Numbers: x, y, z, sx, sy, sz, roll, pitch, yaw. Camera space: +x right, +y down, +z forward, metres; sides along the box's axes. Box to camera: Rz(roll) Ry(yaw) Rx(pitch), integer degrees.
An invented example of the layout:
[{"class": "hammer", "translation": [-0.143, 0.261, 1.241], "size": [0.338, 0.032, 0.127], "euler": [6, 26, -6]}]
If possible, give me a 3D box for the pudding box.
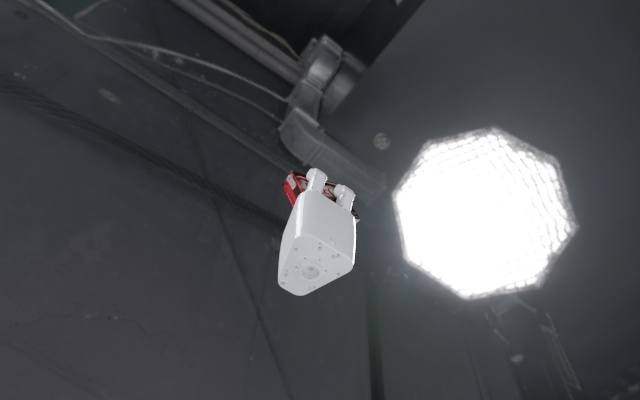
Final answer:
[{"class": "pudding box", "translation": [0.000, 0.003, 0.793], "size": [0.113, 0.090, 0.039], "euler": [16, -55, -41]}]
